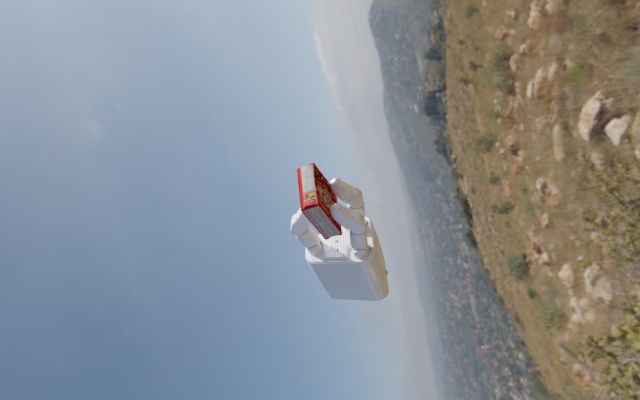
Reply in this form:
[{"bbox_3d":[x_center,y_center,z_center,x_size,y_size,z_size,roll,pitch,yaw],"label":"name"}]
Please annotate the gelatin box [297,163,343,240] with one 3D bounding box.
[{"bbox_3d":[0.000,0.002,0.671,0.030,0.073,0.089,-19,-38,16],"label":"gelatin box"}]
